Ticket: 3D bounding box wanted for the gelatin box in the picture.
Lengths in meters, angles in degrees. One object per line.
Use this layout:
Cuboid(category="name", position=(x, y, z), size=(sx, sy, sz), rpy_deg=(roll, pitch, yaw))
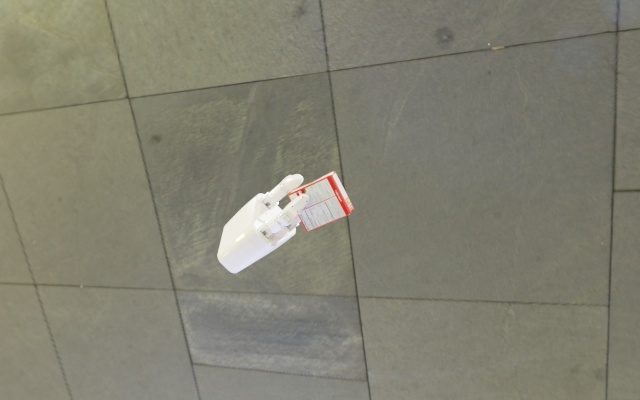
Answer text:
Cuboid(category="gelatin box", position=(0.000, 0.003, 0.796), size=(0.089, 0.073, 0.030), rpy_deg=(-24, 8, 25))
